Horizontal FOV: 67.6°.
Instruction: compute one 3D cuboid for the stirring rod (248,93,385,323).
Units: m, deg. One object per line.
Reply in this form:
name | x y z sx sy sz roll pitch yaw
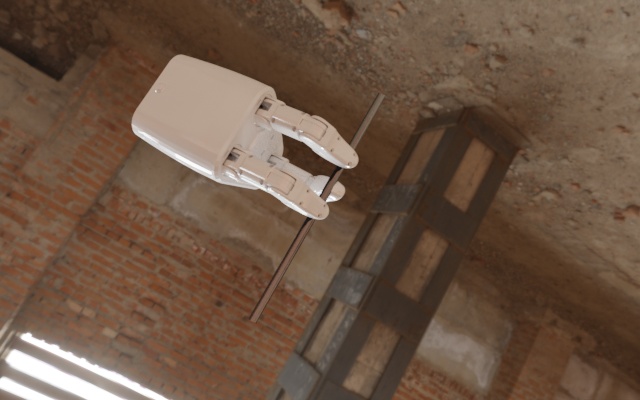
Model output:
stirring rod | 0.000 0.001 0.434 0.011 0.239 0.011 29 -12 6
